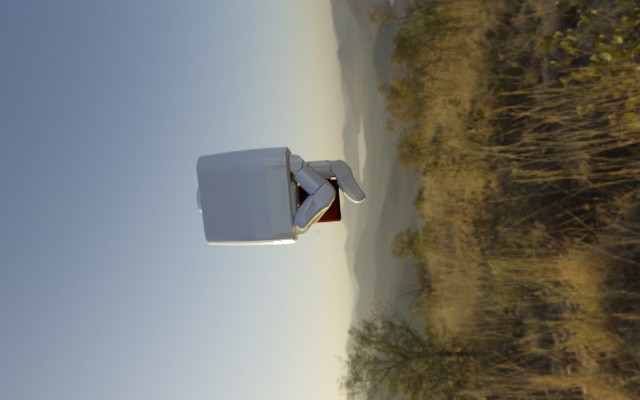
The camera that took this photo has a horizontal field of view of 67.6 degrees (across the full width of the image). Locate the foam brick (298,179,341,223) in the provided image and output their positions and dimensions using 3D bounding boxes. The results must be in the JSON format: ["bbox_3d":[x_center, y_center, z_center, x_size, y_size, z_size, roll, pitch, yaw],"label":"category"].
[{"bbox_3d":[0.000,0.002,0.628,0.051,0.053,0.078,-5,-5,2],"label":"foam brick"}]
